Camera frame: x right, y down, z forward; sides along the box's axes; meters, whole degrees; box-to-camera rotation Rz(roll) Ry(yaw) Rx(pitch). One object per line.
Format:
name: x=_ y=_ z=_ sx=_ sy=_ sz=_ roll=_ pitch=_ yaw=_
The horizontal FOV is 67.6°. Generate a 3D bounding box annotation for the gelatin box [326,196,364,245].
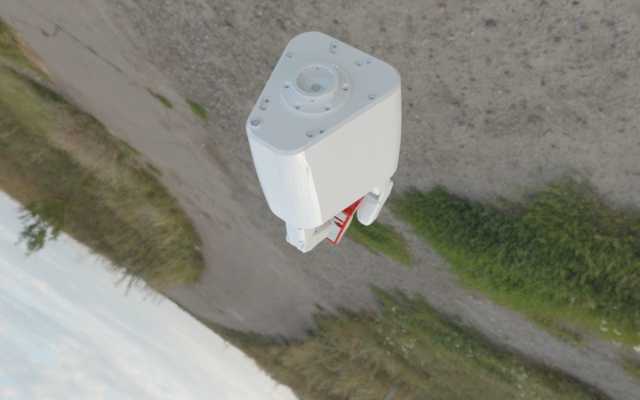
gelatin box: x=0.000 y=0.002 z=0.493 sx=0.073 sy=0.030 sz=0.089 roll=34 pitch=-24 yaw=7
